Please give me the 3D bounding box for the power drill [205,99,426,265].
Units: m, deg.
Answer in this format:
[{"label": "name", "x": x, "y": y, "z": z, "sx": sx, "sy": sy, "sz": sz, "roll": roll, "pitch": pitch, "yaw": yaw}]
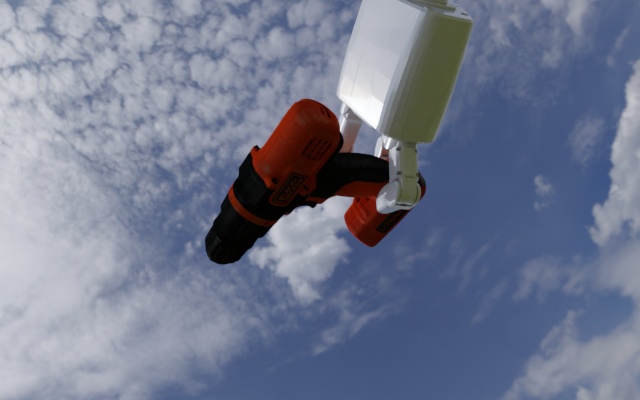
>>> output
[{"label": "power drill", "x": 0.001, "y": 0.001, "z": 0.463, "sx": 0.188, "sy": 0.057, "sz": 0.184, "roll": 9, "pitch": -49, "yaw": -44}]
